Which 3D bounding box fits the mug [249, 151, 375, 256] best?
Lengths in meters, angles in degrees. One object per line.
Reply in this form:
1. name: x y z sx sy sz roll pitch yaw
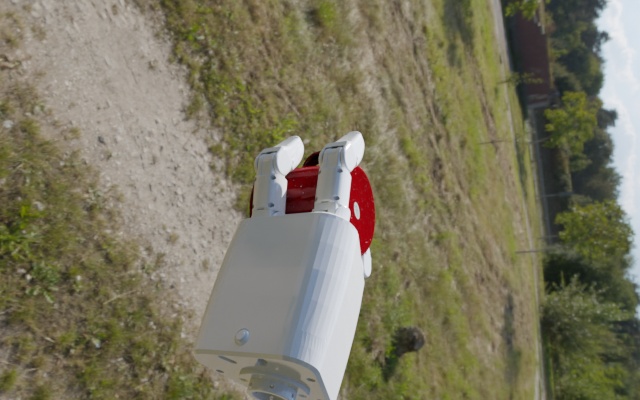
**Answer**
1. mug: 0.001 0.000 0.427 0.081 0.117 0.093 -5 -40 27
